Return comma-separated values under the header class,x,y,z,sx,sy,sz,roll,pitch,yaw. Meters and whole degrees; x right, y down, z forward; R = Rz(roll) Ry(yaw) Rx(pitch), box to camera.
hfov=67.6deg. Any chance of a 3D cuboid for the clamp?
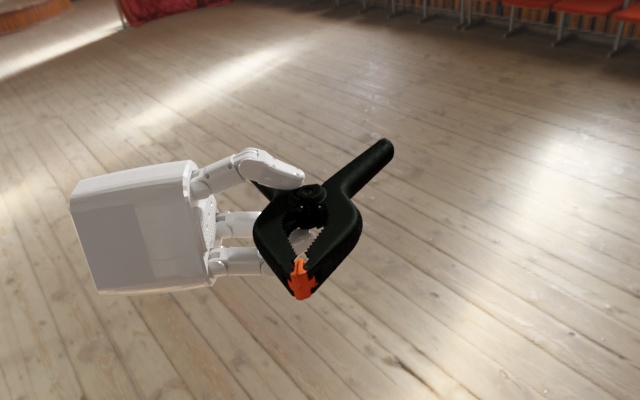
class,x,y,z,sx,sy,sz,roll,pitch,yaw
clamp,0.000,0.001,0.435,0.164,0.036,0.209,-9,35,2
